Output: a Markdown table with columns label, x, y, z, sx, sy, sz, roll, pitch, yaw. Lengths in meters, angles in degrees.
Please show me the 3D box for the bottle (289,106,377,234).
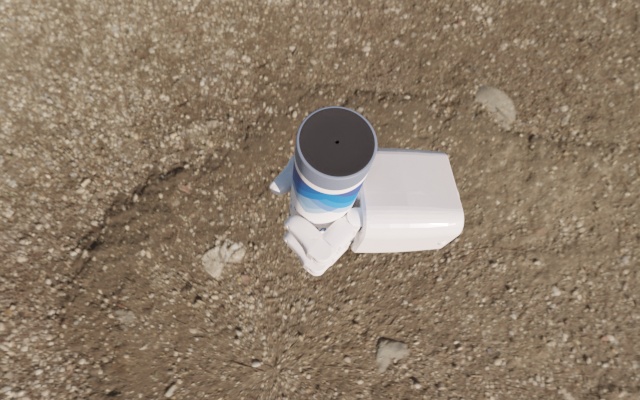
| label | x | y | z | sx | sy | sz | roll | pitch | yaw |
| --- | --- | --- | --- | --- | --- | --- | --- | --- | --- |
| bottle | 0.000 | 0.002 | 0.522 | 0.069 | 0.069 | 0.296 | 0 | -20 | -6 |
